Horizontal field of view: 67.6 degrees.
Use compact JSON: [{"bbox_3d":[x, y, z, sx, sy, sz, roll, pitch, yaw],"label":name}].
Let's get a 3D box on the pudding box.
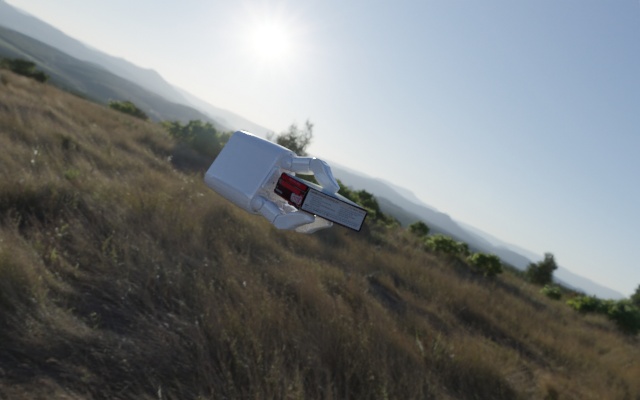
[{"bbox_3d":[0.000,0.002,0.692,0.113,0.039,0.090,20,7,-32],"label":"pudding box"}]
